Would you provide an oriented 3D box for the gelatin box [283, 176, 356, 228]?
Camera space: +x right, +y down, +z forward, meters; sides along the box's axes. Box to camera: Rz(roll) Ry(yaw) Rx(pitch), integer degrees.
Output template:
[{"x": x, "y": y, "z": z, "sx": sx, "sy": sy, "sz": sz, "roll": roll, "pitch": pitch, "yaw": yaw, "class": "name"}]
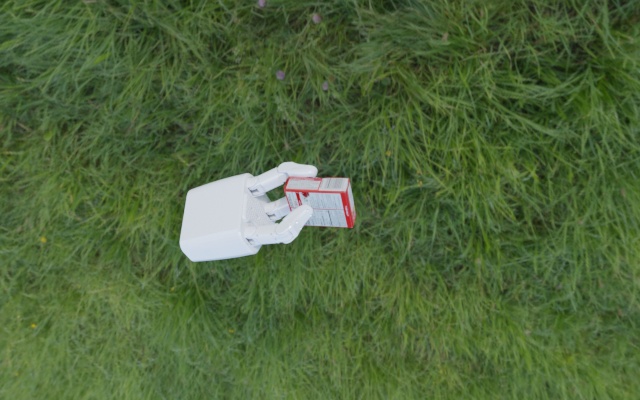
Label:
[{"x": 0.000, "y": 0.003, "z": 0.659, "sx": 0.089, "sy": 0.030, "sz": 0.073, "roll": 2, "pitch": -43, "yaw": 16, "class": "gelatin box"}]
